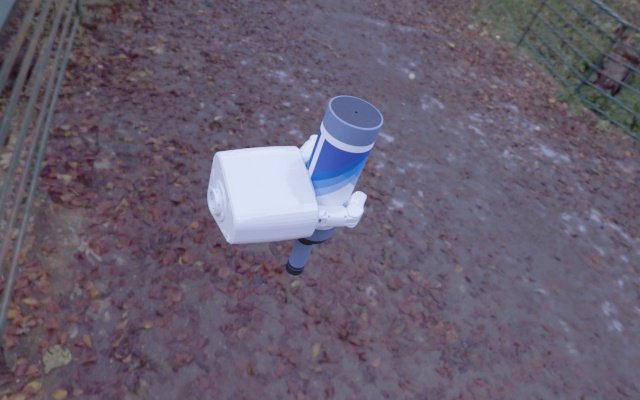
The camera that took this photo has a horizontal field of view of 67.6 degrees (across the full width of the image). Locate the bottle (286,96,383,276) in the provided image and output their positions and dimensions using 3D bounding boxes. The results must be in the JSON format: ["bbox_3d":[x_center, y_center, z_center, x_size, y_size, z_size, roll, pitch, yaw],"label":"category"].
[{"bbox_3d":[0.000,0.002,0.643,0.069,0.296,0.069,12,42,-11],"label":"bottle"}]
